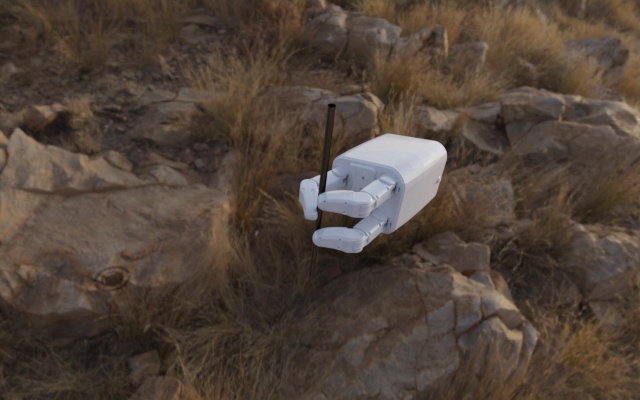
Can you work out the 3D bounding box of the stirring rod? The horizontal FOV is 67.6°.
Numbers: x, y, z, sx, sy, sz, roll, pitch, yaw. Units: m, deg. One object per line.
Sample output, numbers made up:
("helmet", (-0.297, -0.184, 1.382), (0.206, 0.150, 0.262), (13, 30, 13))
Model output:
("stirring rod", (0.000, 0.002, 0.538), (0.011, 0.240, 0.011), (4, 38, -3))
